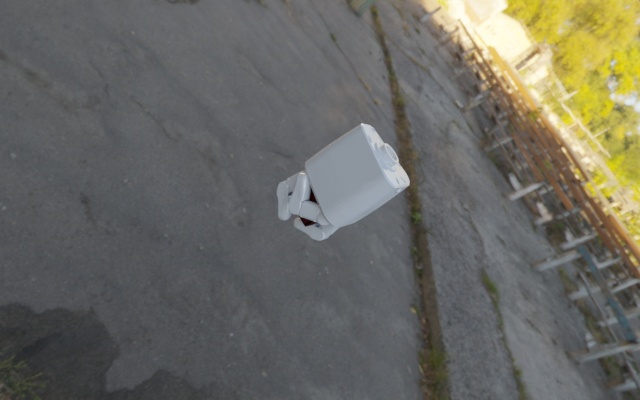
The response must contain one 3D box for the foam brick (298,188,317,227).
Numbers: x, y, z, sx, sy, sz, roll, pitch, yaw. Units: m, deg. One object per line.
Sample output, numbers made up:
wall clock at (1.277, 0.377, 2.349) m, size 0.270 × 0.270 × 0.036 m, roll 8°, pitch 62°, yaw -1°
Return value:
foam brick at (0.000, 0.002, 0.739) m, size 0.051 × 0.053 × 0.078 m, roll -35°, pitch -10°, yaw 25°
